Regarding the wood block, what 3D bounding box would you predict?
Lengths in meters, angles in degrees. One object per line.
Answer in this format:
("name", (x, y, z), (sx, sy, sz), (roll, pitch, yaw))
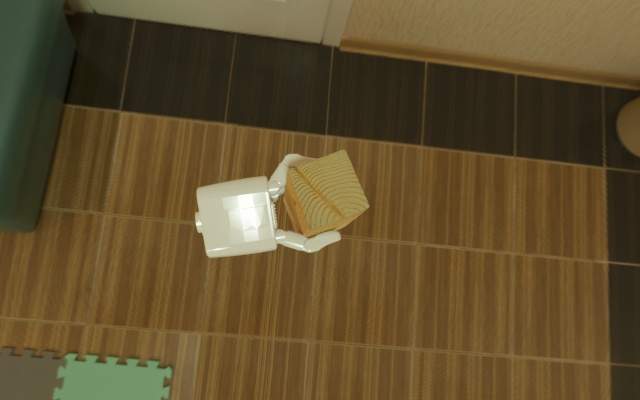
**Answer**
("wood block", (0.000, 0.003, 0.749), (0.090, 0.091, 0.206), (-21, -7, -9))
